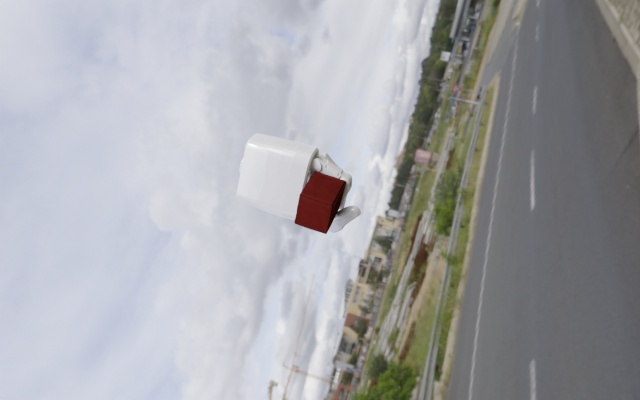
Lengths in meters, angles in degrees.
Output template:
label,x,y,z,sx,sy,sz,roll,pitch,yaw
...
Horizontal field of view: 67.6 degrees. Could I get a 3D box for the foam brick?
label,x,y,z,sx,sy,sz,roll,pitch,yaw
foam brick,0.000,0.002,0.700,0.051,0.053,0.078,18,33,7
